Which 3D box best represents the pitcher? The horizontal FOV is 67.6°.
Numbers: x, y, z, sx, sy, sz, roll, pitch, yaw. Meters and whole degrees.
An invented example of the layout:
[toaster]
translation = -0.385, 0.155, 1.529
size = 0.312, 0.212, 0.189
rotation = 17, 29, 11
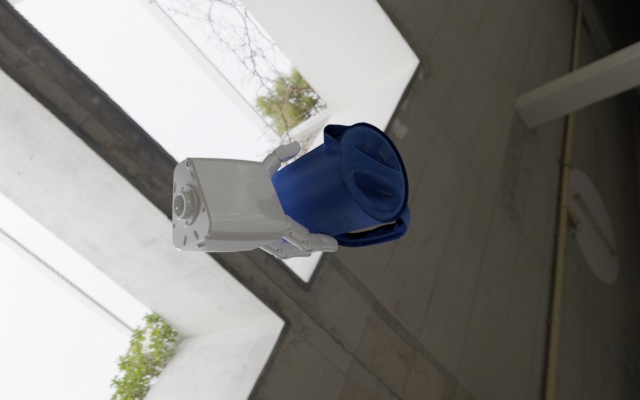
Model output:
[pitcher]
translation = 0.000, 0.002, 0.682
size = 0.145, 0.149, 0.243
rotation = -1, -16, -45
